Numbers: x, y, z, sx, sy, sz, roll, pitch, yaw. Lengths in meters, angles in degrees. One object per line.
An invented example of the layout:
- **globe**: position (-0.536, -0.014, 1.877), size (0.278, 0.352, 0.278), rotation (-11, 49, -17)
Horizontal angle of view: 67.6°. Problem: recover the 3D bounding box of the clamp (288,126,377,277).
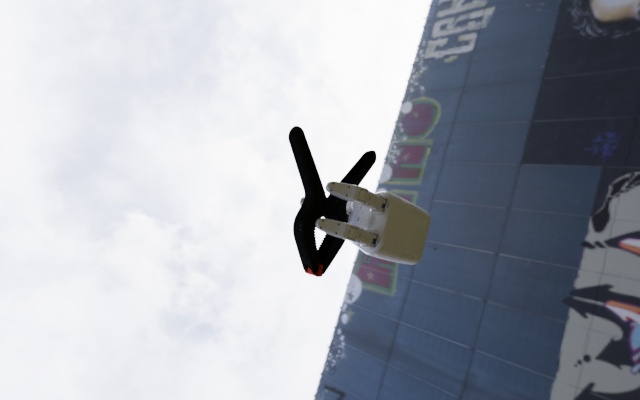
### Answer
- **clamp**: position (0.000, 0.003, 0.691), size (0.164, 0.210, 0.036), rotation (20, -8, -38)
